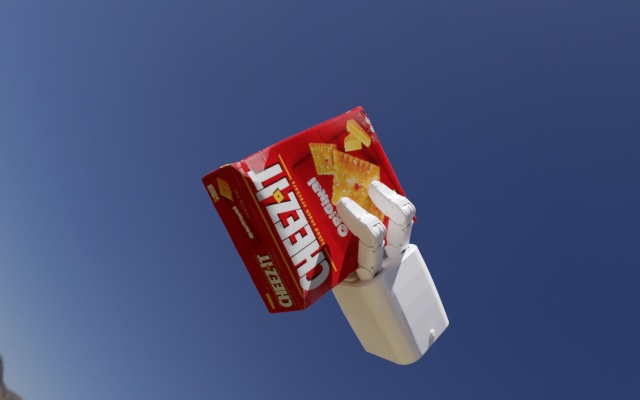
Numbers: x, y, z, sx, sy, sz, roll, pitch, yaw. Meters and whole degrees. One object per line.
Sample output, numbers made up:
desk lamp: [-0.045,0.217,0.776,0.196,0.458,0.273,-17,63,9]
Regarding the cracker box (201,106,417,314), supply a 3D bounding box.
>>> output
cracker box: [0.000,0.002,0.547,0.213,0.164,0.072,-31,8,-40]
